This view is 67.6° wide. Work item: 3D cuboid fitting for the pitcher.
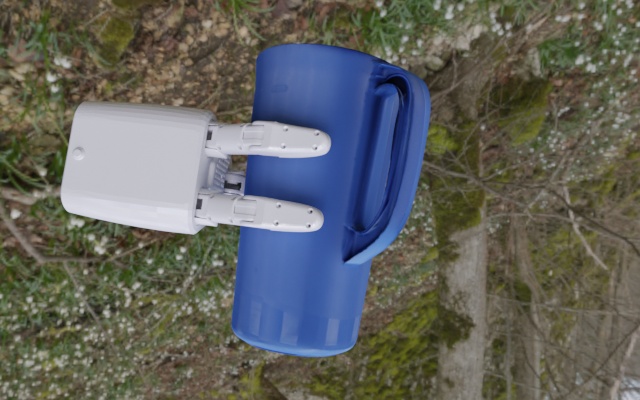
[{"bbox_3d":[0.000,0.001,0.406,0.145,0.243,0.149,8,-3,2],"label":"pitcher"}]
